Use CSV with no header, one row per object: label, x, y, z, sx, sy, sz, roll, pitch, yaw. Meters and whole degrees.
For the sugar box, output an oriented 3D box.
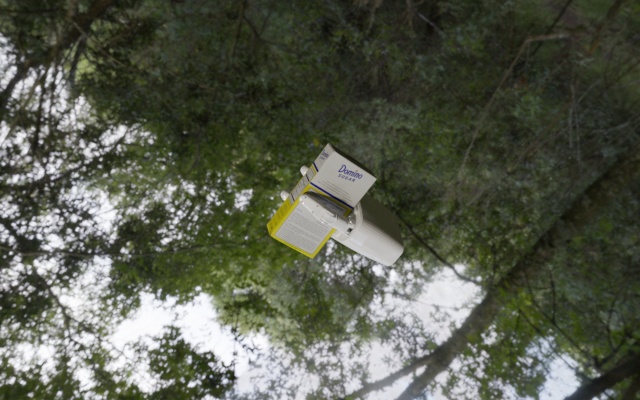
sugar box,0.000,0.002,0.780,0.093,0.176,0.048,31,14,-27
